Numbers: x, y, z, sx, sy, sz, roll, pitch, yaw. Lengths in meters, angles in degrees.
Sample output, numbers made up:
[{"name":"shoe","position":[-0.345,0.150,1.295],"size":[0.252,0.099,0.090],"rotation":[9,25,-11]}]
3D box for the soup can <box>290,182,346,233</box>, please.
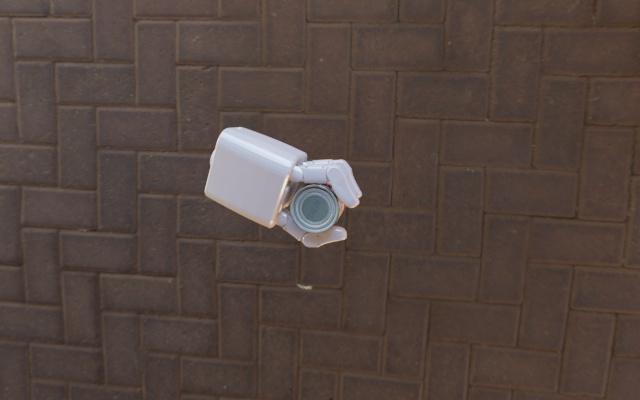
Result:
[{"name":"soup can","position":[0.000,0.003,0.666],"size":[0.068,0.068,0.102],"rotation":[0,10,10]}]
